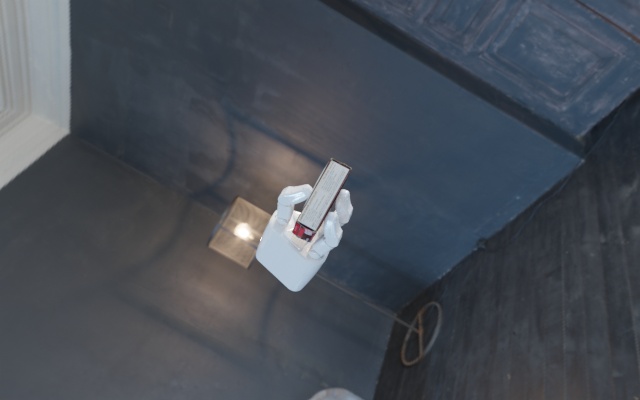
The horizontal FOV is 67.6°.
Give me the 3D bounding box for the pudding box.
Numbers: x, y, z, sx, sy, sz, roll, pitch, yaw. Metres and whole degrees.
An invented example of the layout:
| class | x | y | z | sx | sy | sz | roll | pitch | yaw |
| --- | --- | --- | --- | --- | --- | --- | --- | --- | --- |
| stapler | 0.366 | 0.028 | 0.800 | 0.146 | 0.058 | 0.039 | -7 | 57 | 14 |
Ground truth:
| class | x | y | z | sx | sy | sz | roll | pitch | yaw |
| --- | --- | --- | --- | --- | --- | --- | --- | --- | --- |
| pudding box | 0.000 | 0.002 | 0.718 | 0.039 | 0.113 | 0.090 | 27 | -16 | -1 |
